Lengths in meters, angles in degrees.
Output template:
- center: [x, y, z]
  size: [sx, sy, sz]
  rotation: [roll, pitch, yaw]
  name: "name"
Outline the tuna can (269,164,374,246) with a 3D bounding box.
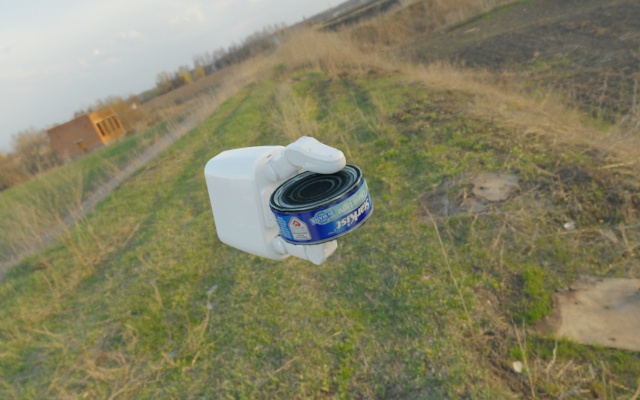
- center: [0.000, 0.001, 0.410]
  size: [0.086, 0.034, 0.086]
  rotation: [-16, 24, 7]
  name: "tuna can"
